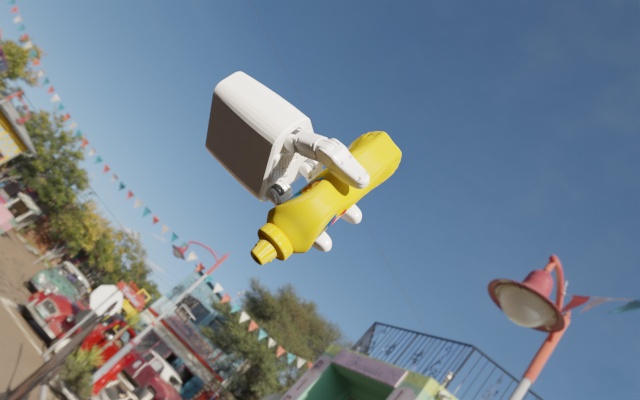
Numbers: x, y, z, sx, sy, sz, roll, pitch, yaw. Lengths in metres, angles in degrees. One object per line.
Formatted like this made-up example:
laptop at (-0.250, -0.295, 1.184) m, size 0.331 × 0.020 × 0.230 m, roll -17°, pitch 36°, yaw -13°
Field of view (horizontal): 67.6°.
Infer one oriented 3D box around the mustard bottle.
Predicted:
mustard bottle at (0.000, 0.002, 0.517) m, size 0.191 × 0.058 × 0.096 m, roll -40°, pitch 4°, yaw -26°
